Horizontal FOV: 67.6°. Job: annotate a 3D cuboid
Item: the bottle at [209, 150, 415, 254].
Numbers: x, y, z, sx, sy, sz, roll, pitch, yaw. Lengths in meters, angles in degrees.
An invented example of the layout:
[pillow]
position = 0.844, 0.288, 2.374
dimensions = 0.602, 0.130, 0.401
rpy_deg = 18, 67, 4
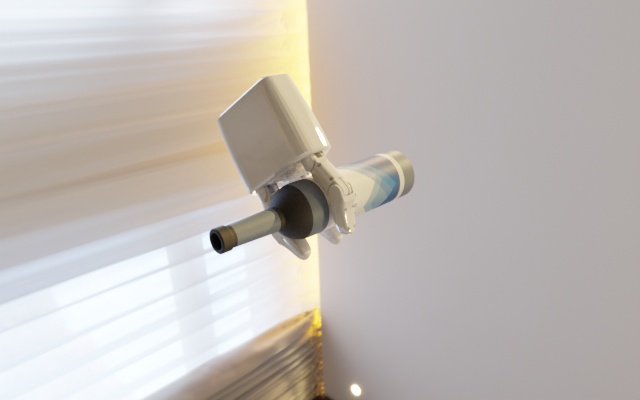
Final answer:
[bottle]
position = 0.000, 0.002, 0.573
dimensions = 0.295, 0.069, 0.069
rpy_deg = -21, 14, -41
